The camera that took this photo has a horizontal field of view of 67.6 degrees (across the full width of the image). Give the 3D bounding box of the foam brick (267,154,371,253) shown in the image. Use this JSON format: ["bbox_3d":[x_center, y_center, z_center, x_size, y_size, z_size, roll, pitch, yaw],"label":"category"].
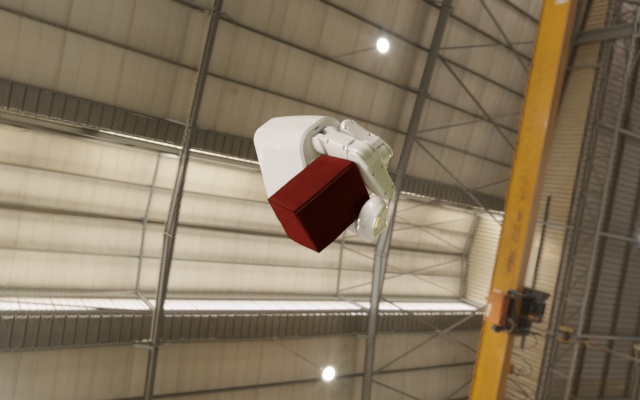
[{"bbox_3d":[0.000,0.002,0.453,0.078,0.053,0.051,-41,34,-23],"label":"foam brick"}]
